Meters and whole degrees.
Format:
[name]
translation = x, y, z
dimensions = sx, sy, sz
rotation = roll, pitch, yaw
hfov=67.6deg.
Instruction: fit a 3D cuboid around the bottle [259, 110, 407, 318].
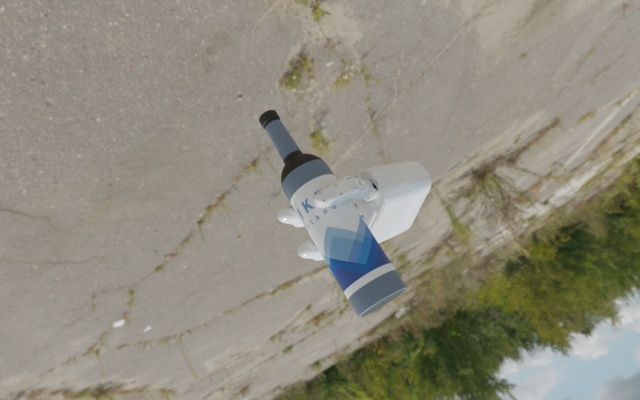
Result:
[bottle]
translation = 0.000, 0.002, 0.606
dimensions = 0.069, 0.295, 0.069
rotation = -28, -20, -11
